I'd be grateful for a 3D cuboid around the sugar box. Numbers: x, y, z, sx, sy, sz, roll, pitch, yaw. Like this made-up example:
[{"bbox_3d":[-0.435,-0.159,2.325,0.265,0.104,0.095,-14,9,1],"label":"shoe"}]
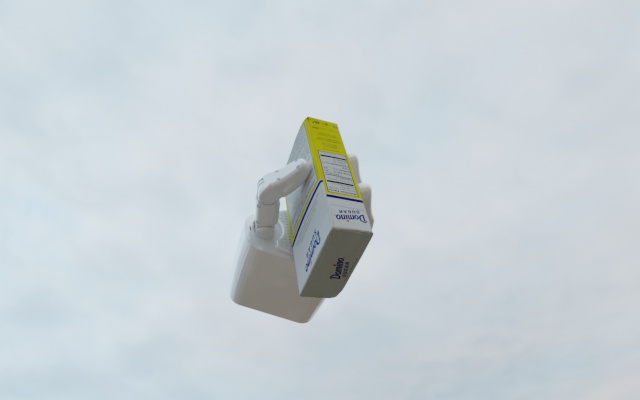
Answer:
[{"bbox_3d":[0.001,0.002,0.484,0.048,0.093,0.176,8,40,-21],"label":"sugar box"}]
